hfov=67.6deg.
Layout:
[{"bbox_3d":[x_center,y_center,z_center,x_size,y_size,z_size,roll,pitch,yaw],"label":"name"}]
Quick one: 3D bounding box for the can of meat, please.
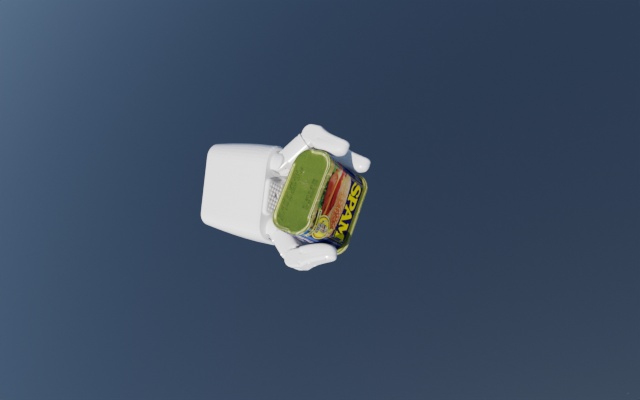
[{"bbox_3d":[0.000,0.002,0.542,0.057,0.102,0.084,14,-11,36],"label":"can of meat"}]
